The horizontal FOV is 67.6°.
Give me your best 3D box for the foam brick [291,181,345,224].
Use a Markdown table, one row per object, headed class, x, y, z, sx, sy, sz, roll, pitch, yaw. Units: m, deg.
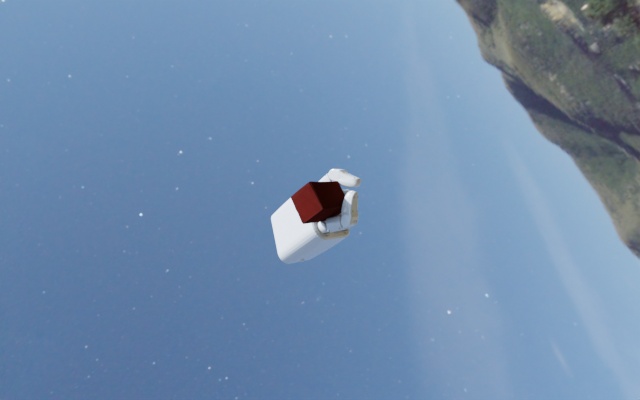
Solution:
| class | x | y | z | sx | sy | sz | roll | pitch | yaw |
| --- | --- | --- | --- | --- | --- | --- | --- | --- | --- |
| foam brick | 0.000 | 0.002 | 0.788 | 0.051 | 0.053 | 0.078 | -35 | -19 | 33 |
